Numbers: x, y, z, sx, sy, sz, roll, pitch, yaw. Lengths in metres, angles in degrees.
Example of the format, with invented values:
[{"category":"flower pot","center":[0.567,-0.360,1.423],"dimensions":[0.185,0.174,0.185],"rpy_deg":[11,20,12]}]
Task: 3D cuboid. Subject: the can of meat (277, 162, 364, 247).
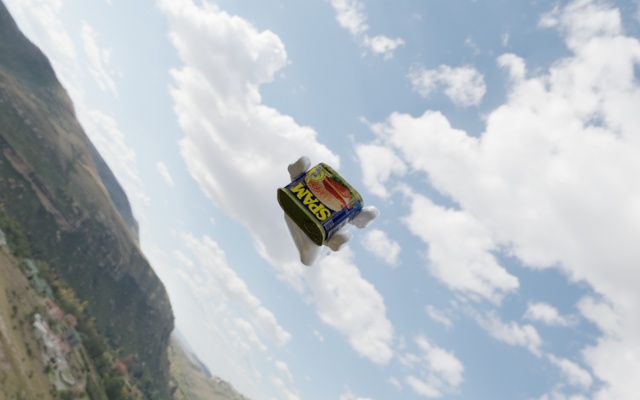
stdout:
[{"category":"can of meat","center":[0.000,0.002,0.702],"dimensions":[0.084,0.102,0.057],"rpy_deg":[-36,-22,-23]}]
